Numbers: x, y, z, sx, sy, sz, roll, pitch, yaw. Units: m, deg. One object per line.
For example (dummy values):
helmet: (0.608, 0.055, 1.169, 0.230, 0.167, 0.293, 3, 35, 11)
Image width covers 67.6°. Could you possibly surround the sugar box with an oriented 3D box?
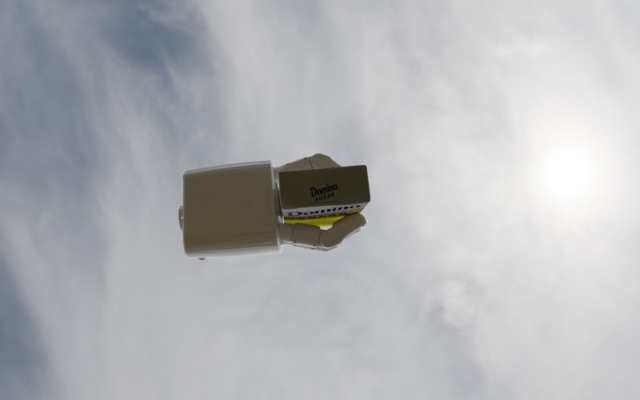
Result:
sugar box: (0.000, 0.002, 0.562, 0.093, 0.048, 0.176, -5, -7, -3)
